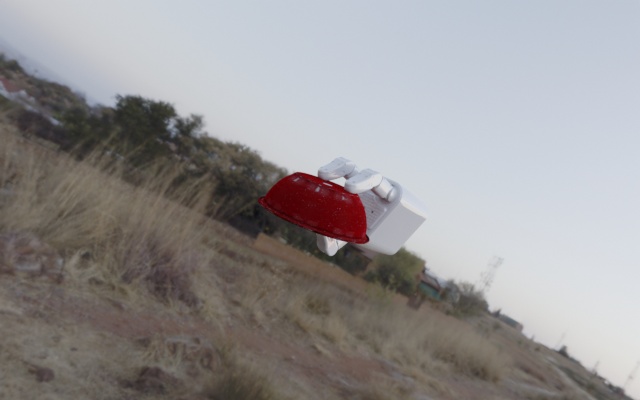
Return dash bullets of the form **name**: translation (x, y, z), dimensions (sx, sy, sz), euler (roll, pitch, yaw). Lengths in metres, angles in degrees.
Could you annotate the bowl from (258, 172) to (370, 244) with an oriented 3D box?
- **bowl**: translation (0.000, 0.002, 0.647), dimensions (0.162, 0.055, 0.162), euler (20, 8, -3)
